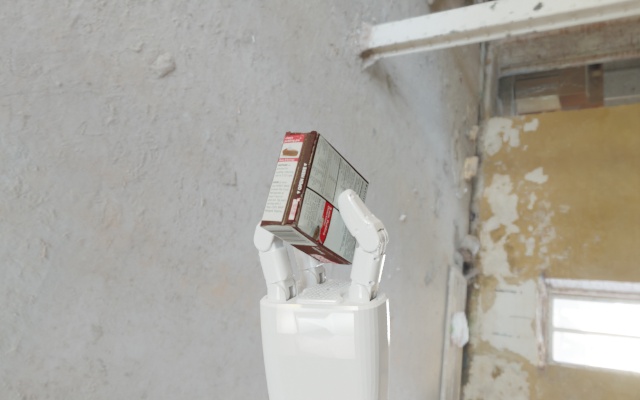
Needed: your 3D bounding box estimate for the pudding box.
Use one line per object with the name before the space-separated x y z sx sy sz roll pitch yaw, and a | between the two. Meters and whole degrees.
pudding box | 0.000 0.001 0.438 0.039 0.090 0.113 2 -21 30
